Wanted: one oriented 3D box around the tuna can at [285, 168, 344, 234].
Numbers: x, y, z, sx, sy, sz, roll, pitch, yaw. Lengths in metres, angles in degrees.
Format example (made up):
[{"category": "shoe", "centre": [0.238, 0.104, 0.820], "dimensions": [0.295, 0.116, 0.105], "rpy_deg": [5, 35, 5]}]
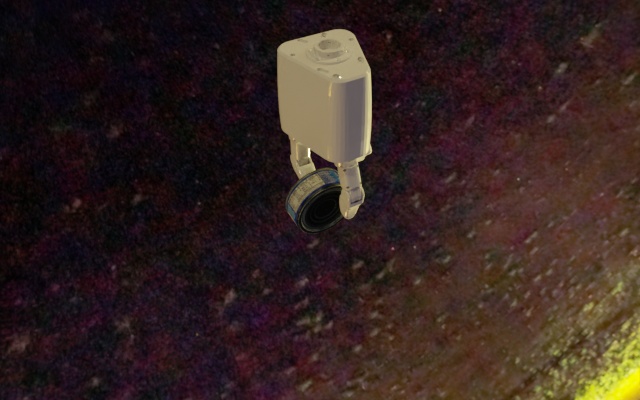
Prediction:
[{"category": "tuna can", "centre": [0.000, 0.002, 0.613], "dimensions": [0.086, 0.086, 0.033], "rpy_deg": [0, 40, -40]}]
